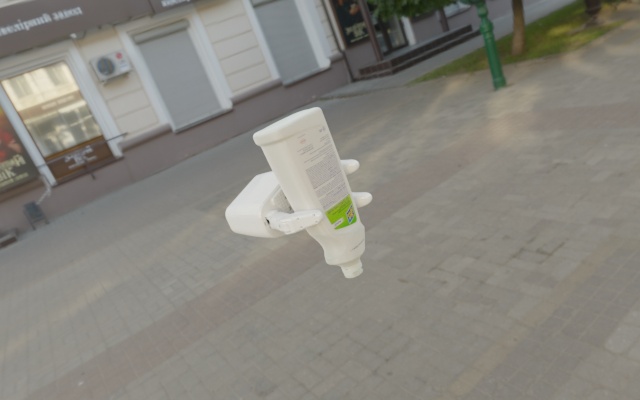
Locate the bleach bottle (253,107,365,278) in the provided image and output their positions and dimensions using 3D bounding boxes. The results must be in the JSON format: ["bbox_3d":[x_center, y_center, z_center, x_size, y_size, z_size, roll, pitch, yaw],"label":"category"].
[{"bbox_3d":[0.000,0.002,0.681,0.102,0.251,0.068,-34,20,-35],"label":"bleach bottle"}]
